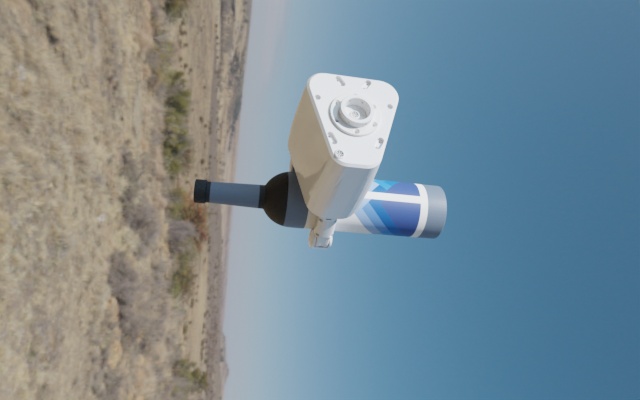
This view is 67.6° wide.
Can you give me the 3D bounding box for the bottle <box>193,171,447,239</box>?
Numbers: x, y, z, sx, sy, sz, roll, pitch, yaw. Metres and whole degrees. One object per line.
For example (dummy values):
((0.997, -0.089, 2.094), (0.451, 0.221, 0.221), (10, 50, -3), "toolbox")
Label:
((0.000, 0.002, 0.573), (0.296, 0.069, 0.069), (5, -1, -10), "bottle")
